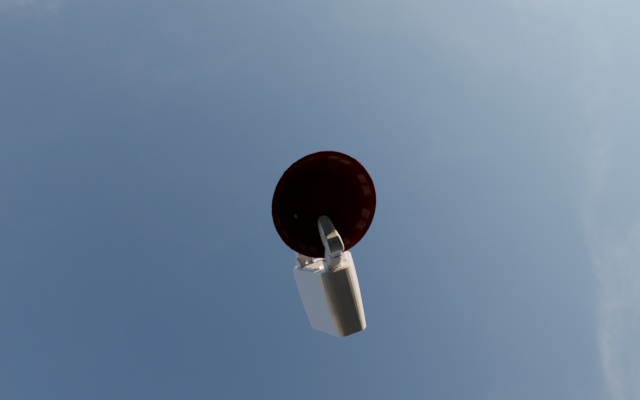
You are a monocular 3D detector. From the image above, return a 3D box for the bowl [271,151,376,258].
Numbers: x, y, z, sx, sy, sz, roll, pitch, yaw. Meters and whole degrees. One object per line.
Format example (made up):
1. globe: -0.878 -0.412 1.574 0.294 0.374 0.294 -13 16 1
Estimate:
1. bowl: 0.000 0.001 0.721 0.162 0.162 0.055 0 13 -18
